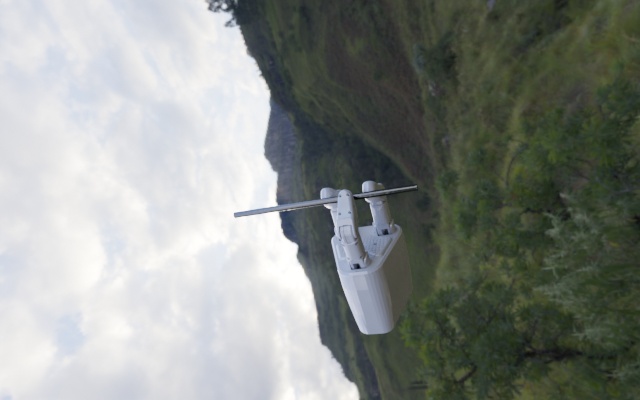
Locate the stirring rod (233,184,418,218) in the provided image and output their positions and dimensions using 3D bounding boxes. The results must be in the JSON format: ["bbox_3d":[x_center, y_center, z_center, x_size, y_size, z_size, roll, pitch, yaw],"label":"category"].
[{"bbox_3d":[0.000,0.002,0.596,0.239,0.011,0.011,-9,-3,17],"label":"stirring rod"}]
